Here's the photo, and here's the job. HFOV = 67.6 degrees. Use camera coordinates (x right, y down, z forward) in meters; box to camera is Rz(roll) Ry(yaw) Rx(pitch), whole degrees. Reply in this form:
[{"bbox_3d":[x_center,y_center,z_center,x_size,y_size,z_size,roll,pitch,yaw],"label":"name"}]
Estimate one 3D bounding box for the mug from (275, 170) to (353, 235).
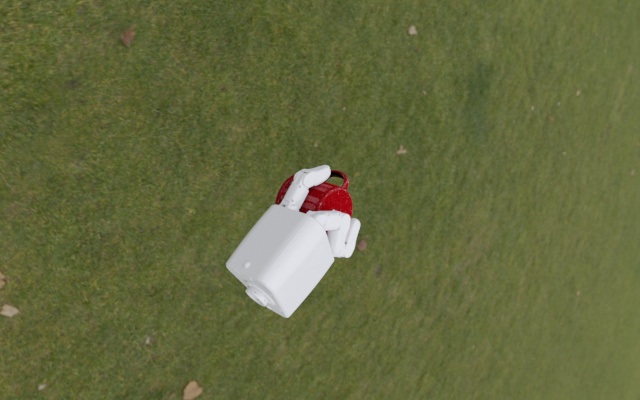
[{"bbox_3d":[0.001,0.001,0.715,0.081,0.117,0.093,18,-29,41],"label":"mug"}]
